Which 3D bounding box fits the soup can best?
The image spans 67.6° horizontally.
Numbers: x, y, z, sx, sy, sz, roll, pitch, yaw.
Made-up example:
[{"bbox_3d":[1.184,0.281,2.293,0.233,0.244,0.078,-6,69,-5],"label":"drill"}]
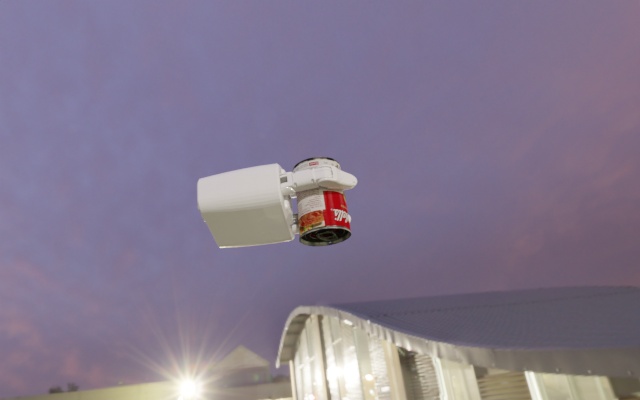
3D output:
[{"bbox_3d":[0.001,0.002,0.634,0.068,0.102,0.068,-6,-24,-3],"label":"soup can"}]
